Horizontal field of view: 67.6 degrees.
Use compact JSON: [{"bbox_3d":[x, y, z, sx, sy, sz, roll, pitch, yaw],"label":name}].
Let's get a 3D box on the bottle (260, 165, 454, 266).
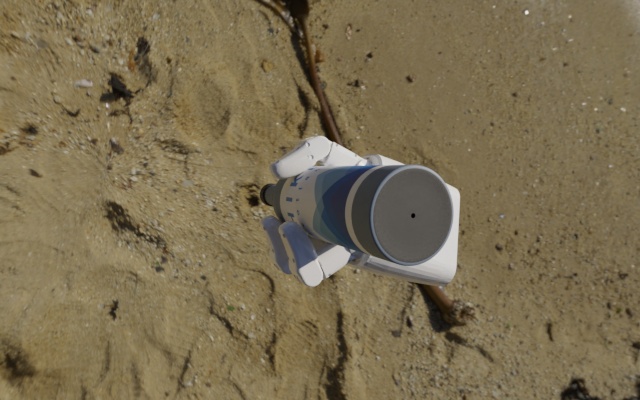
[{"bbox_3d":[0.000,0.001,0.443,0.069,0.069,0.295,0,3,-24],"label":"bottle"}]
